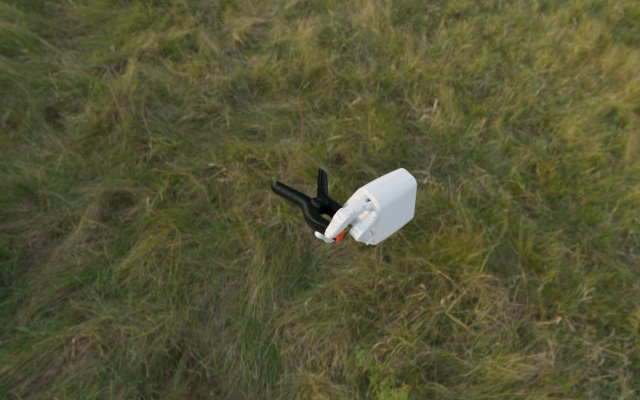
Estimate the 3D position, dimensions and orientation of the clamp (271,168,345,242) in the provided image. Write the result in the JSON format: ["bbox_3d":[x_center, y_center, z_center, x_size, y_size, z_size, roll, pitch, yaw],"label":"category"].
[{"bbox_3d":[0.000,0.003,0.897,0.120,0.171,0.039,-29,-28,-29],"label":"clamp"}]
